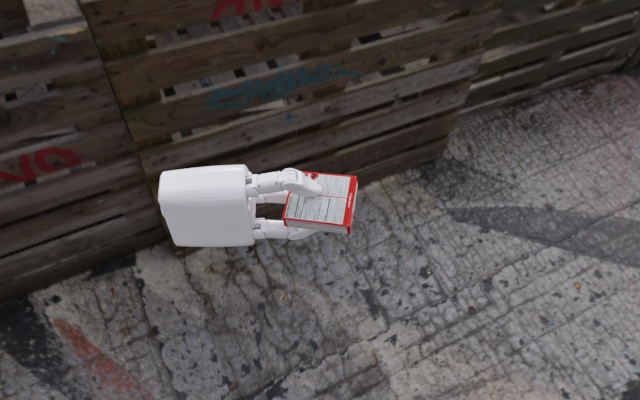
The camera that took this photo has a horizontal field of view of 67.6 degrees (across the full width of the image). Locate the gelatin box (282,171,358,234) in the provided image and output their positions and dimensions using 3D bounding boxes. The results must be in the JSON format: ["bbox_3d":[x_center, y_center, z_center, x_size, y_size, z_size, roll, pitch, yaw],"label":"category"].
[{"bbox_3d":[0.000,0.002,0.626,0.089,0.073,0.030,6,-27,11],"label":"gelatin box"}]
